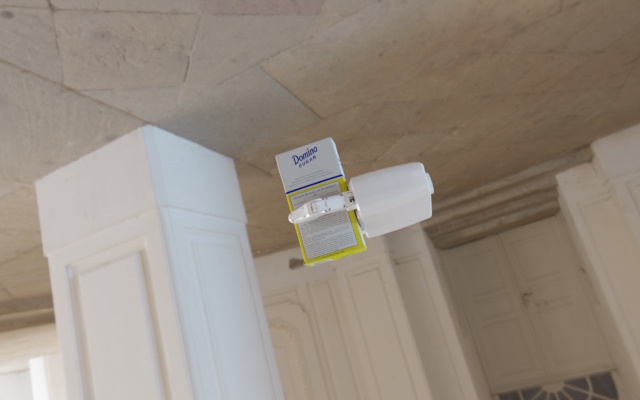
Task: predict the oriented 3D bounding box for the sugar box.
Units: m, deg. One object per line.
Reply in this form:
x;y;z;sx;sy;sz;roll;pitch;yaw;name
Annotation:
0.000;0.003;0.723;0.093;0.176;0.048;-17;-15;8;sugar box
